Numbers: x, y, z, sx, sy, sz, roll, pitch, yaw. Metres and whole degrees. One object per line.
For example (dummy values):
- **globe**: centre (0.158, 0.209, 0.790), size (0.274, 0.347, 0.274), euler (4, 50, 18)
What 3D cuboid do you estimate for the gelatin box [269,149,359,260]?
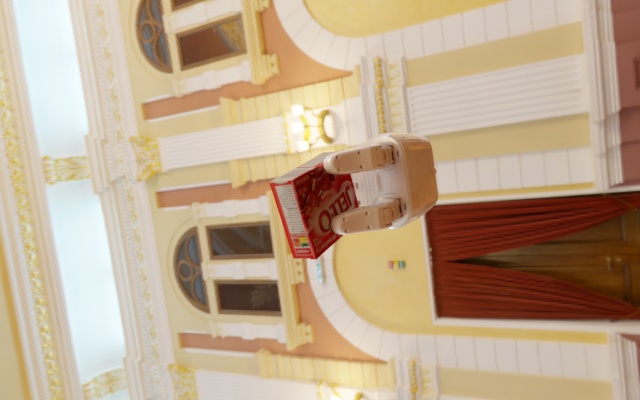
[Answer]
- **gelatin box**: centre (0.000, 0.002, 0.435), size (0.030, 0.073, 0.089), euler (-4, 20, 36)
